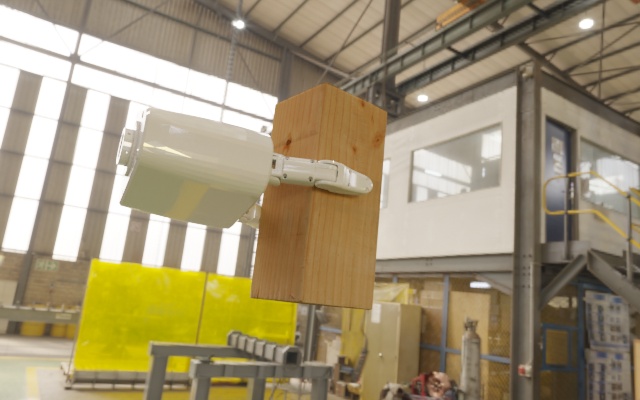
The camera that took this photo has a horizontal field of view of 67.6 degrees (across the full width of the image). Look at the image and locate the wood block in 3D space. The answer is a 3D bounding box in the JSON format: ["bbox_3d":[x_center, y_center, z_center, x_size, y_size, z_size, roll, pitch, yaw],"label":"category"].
[{"bbox_3d":[0.000,0.001,0.487,0.090,0.206,0.091,16,-16,-38],"label":"wood block"}]
